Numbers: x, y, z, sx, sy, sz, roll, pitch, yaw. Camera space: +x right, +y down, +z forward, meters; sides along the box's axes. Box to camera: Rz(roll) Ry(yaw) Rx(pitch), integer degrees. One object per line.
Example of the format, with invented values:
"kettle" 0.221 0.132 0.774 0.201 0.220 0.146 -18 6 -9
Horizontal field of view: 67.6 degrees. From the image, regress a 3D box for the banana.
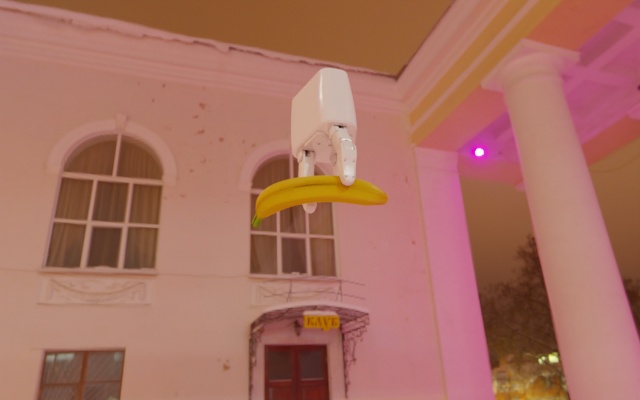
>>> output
"banana" -0.006 -0.007 0.661 0.198 0.037 0.070 -9 -32 4
